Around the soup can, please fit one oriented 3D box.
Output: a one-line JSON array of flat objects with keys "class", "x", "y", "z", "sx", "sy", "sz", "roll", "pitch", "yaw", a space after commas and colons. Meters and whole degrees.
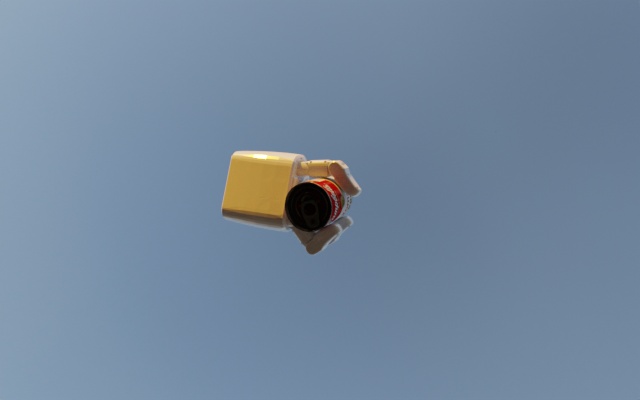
[{"class": "soup can", "x": 0.001, "y": 0.002, "z": 0.681, "sx": 0.068, "sy": 0.068, "sz": 0.102, "roll": 0, "pitch": 8, "yaw": 20}]
